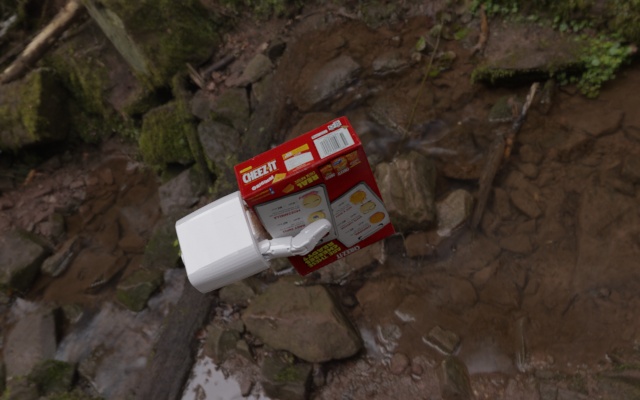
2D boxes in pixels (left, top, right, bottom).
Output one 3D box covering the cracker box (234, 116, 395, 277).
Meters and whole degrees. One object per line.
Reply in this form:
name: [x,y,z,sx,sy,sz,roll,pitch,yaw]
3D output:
cracker box: [0.000,0.002,0.680,0.164,0.072,0.214,-25,-40,3]
